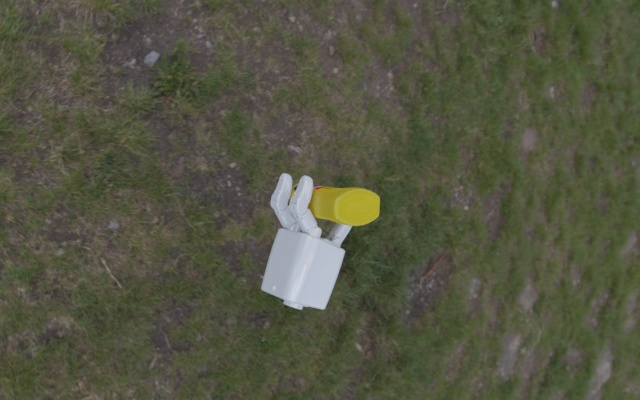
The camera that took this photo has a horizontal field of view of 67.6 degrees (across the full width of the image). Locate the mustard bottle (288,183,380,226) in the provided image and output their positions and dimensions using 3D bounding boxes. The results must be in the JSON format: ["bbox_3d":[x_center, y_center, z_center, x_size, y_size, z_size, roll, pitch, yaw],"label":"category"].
[{"bbox_3d":[0.000,0.002,0.788,0.096,0.058,0.191,-4,7,-38],"label":"mustard bottle"}]
